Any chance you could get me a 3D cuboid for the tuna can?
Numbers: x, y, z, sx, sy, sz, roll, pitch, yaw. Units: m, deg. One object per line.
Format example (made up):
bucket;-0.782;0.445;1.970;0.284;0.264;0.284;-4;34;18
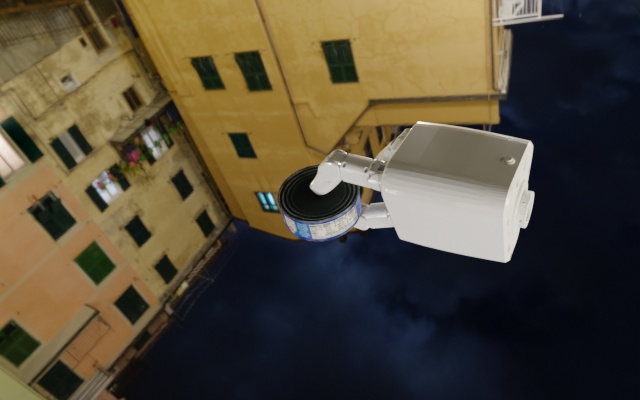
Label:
tuna can;0.000;0.002;0.503;0.086;0.034;0.086;-7;44;7
